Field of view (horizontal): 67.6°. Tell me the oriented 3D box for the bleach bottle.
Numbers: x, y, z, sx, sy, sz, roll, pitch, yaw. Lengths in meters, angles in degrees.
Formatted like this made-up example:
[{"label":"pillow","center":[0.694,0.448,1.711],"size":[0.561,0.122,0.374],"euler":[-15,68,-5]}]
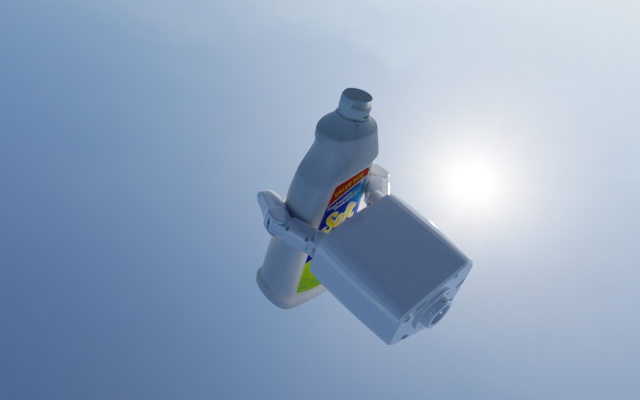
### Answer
[{"label":"bleach bottle","center":[0.000,0.002,0.508],"size":[0.102,0.251,0.068],"euler":[-20,50,-38]}]
